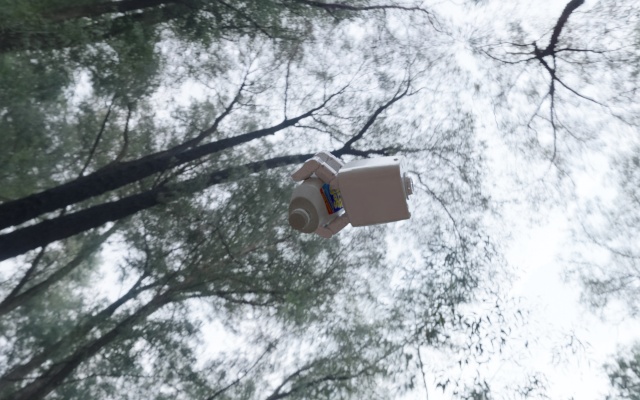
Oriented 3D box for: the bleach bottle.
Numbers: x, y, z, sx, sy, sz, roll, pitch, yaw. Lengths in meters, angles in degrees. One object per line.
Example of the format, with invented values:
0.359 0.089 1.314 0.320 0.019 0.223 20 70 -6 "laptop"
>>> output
0.000 0.003 0.846 0.068 0.102 0.250 -7 15 19 "bleach bottle"
